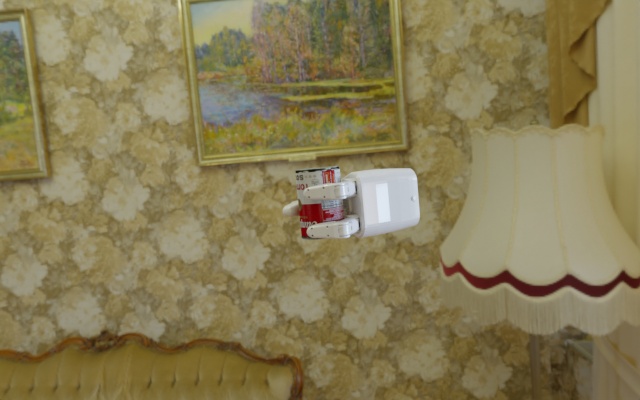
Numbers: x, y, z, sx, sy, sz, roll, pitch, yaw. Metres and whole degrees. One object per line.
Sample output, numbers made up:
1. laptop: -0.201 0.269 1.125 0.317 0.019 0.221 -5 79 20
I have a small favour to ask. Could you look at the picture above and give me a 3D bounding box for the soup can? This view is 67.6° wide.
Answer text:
1. soup can: 0.000 0.002 0.712 0.068 0.102 0.068 -5 5 0
